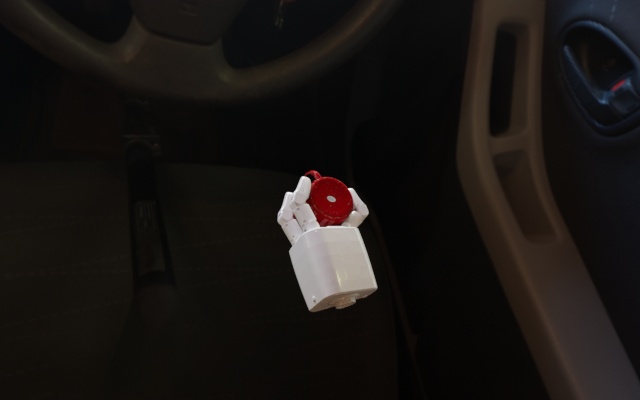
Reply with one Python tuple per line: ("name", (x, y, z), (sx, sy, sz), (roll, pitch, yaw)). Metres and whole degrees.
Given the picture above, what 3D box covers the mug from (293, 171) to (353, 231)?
("mug", (0.000, 0.001, 0.814), (0.093, 0.117, 0.081), (-8, -24, -29))
